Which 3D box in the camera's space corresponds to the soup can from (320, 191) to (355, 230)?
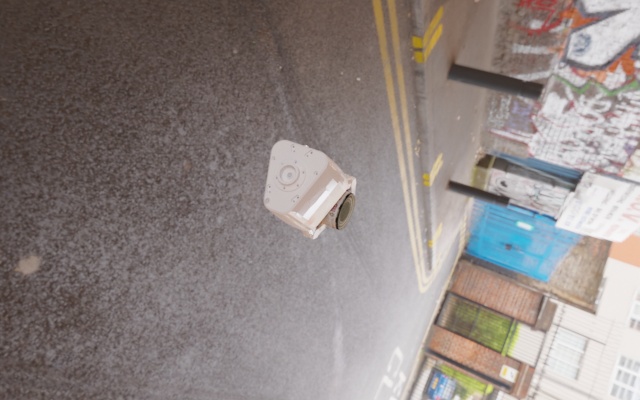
[{"bbox_3d":[0.000,0.003,0.815,0.102,0.068,0.068,21,8,22],"label":"soup can"}]
